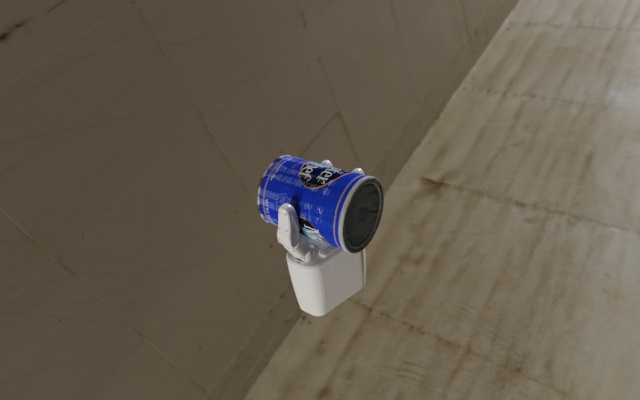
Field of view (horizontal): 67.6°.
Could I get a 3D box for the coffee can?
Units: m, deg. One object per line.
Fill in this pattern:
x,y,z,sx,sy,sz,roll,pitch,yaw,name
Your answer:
0.000,0.002,0.647,0.140,0.103,0.103,17,9,32,coffee can
